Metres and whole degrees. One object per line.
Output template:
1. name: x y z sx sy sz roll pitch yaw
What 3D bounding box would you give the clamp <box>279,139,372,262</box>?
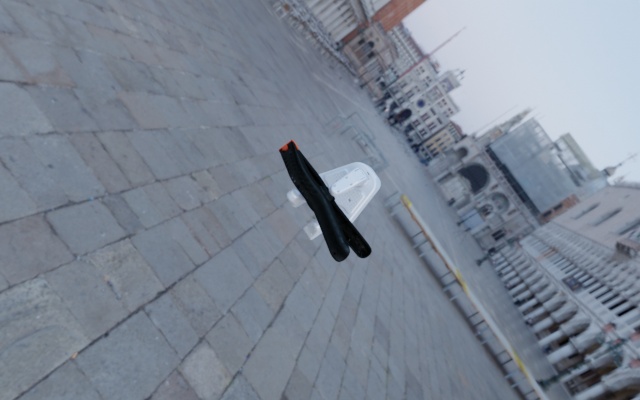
1. clamp: 0.001 0.001 0.690 0.036 0.210 0.164 -35 -7 10
